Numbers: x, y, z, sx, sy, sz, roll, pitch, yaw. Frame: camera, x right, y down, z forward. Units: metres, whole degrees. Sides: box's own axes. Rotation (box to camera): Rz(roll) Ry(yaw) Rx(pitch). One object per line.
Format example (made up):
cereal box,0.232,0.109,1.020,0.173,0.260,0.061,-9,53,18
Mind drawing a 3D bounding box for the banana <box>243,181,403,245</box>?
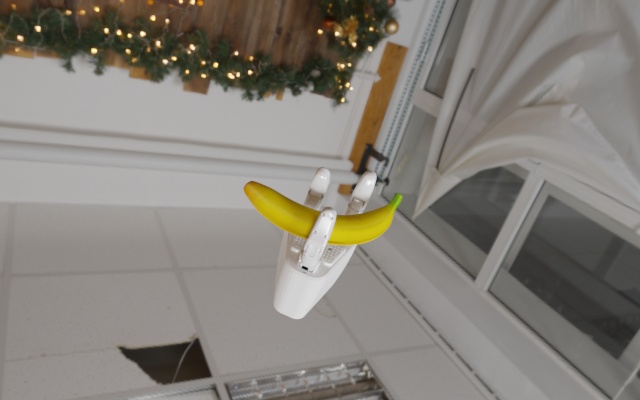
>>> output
banana,0.003,0.019,0.581,0.198,0.069,0.037,5,-24,-11
